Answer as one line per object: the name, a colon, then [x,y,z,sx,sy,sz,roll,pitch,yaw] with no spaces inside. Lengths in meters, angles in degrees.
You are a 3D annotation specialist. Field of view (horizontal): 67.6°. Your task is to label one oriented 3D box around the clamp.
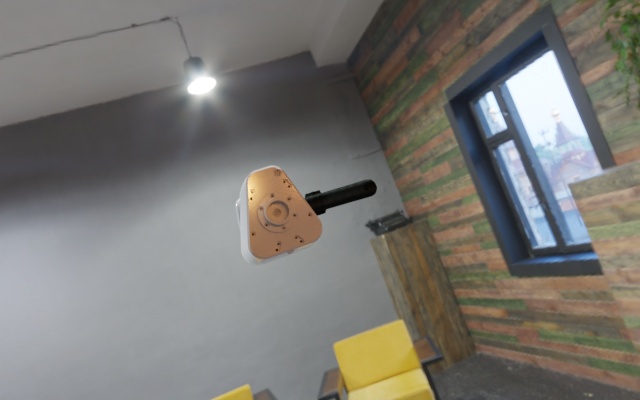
clamp: [0.000,0.002,0.697,0.171,0.039,0.120,-19,-5,-14]
